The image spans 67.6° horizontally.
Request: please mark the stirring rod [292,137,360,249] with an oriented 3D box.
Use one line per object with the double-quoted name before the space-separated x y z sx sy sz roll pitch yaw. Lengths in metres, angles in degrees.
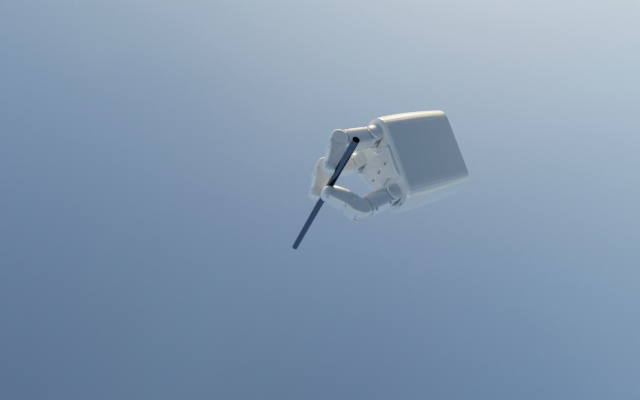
"stirring rod" 0.000 0.002 0.579 0.011 0.011 0.240 0 -32 -21
